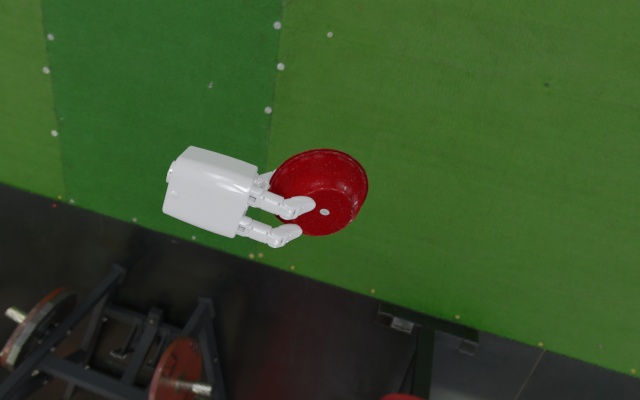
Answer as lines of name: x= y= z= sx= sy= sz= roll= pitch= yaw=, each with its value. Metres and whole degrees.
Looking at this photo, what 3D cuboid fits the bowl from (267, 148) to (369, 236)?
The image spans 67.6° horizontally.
bowl: x=0.001 y=0.003 z=0.731 sx=0.162 sy=0.162 sz=0.055 roll=0 pitch=38 yaw=-11
